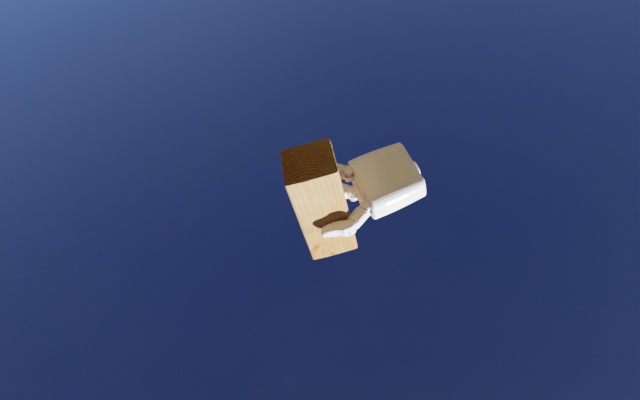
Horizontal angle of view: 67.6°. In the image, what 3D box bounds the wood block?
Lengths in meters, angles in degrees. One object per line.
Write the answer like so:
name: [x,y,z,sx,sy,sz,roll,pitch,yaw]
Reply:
wood block: [0.001,0.003,0.854,0.090,0.090,0.206,-15,-44,3]
